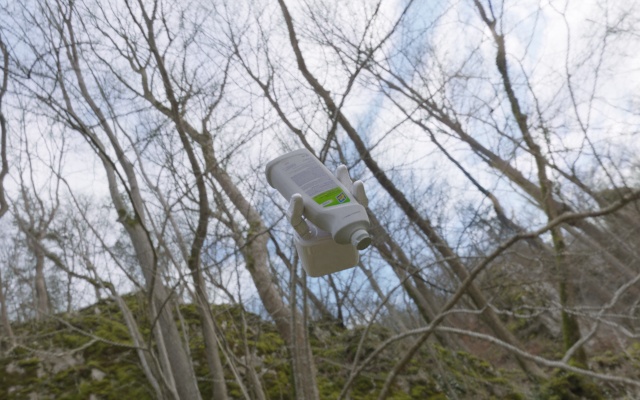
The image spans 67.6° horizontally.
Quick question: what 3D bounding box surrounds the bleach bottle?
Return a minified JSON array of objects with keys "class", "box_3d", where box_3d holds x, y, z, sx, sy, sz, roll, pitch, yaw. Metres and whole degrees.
[{"class":"bleach bottle","box_3d":[0.000,0.003,0.844,0.102,0.068,0.250,-26,47,-17]}]
